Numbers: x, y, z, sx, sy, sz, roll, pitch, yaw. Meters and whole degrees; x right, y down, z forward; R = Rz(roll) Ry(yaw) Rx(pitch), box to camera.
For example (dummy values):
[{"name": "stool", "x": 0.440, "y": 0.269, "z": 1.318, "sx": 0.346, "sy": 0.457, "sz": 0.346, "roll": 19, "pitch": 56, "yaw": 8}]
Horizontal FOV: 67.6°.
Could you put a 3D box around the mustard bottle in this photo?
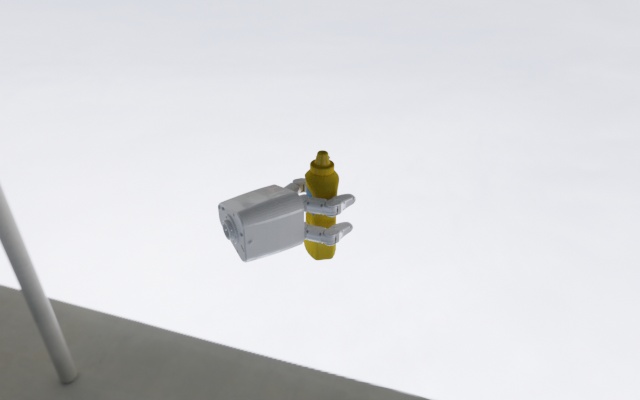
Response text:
[{"name": "mustard bottle", "x": 0.000, "y": 0.003, "z": 0.823, "sx": 0.058, "sy": 0.192, "sz": 0.096, "roll": -4, "pitch": 33, "yaw": -8}]
